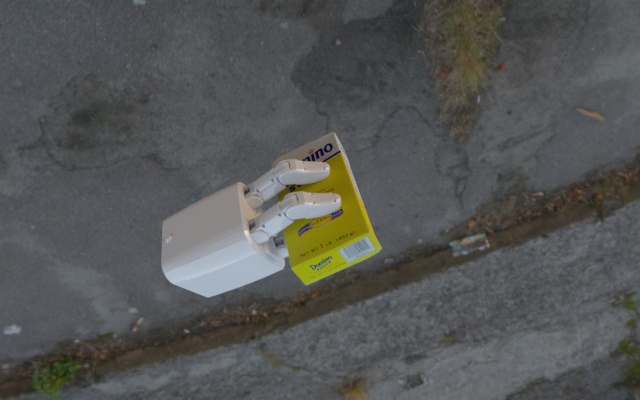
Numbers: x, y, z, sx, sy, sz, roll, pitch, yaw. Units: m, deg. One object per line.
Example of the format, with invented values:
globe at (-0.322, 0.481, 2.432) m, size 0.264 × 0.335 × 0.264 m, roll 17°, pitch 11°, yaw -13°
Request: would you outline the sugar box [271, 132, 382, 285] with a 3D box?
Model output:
sugar box at (0.000, 0.002, 0.555) m, size 0.093 × 0.176 × 0.048 m, roll -25°, pitch -43°, yaw 8°
